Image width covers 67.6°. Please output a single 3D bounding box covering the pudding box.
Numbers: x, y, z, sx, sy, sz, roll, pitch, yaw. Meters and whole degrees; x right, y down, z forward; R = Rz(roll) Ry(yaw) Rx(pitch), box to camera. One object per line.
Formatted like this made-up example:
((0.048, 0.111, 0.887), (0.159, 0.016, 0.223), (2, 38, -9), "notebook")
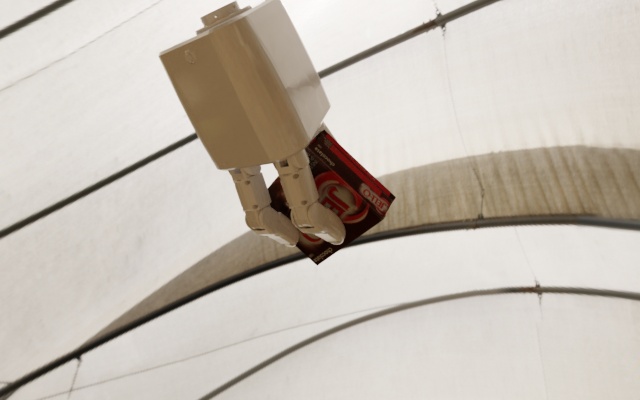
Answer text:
((0.000, 0.001, 0.444), (0.113, 0.090, 0.039), (-42, 7, 49), "pudding box")
